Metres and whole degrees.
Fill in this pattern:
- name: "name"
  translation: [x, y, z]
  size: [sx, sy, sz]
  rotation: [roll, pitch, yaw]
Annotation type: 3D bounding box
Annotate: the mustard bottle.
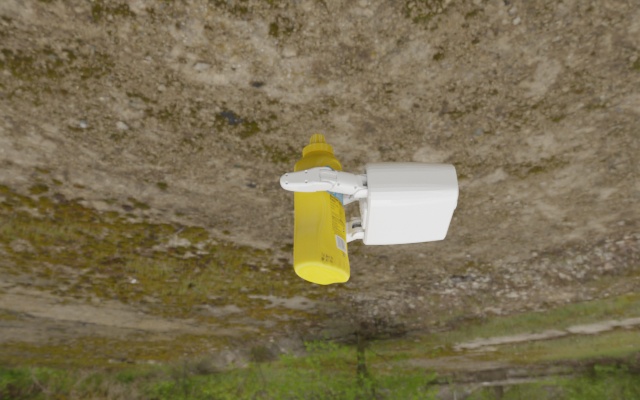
- name: "mustard bottle"
  translation: [0.000, 0.002, 0.600]
  size: [0.058, 0.191, 0.096]
  rotation: [-12, -25, 22]
